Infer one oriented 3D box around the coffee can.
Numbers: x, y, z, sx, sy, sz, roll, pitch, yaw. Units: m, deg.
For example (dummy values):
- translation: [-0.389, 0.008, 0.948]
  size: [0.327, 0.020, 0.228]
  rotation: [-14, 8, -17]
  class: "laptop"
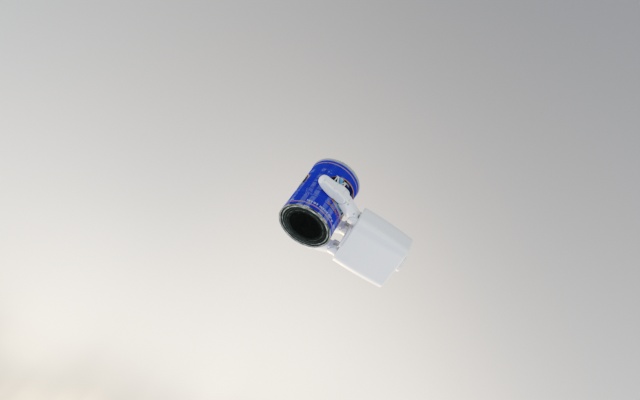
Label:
- translation: [0.000, 0.003, 0.883]
  size: [0.103, 0.103, 0.140]
  rotation: [0, 38, 32]
  class: "coffee can"
